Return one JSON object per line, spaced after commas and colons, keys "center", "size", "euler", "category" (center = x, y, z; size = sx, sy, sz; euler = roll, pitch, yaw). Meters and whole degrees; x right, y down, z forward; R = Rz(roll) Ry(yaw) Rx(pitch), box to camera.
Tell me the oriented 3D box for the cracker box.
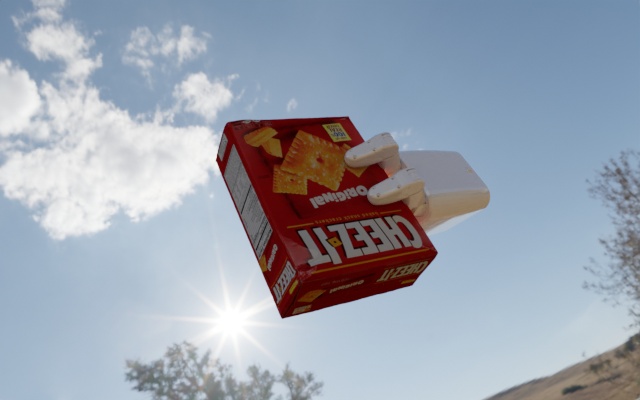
{"center": [0.000, 0.002, 0.516], "size": [0.164, 0.213, 0.072], "euler": [-7, -38, -30], "category": "cracker box"}
